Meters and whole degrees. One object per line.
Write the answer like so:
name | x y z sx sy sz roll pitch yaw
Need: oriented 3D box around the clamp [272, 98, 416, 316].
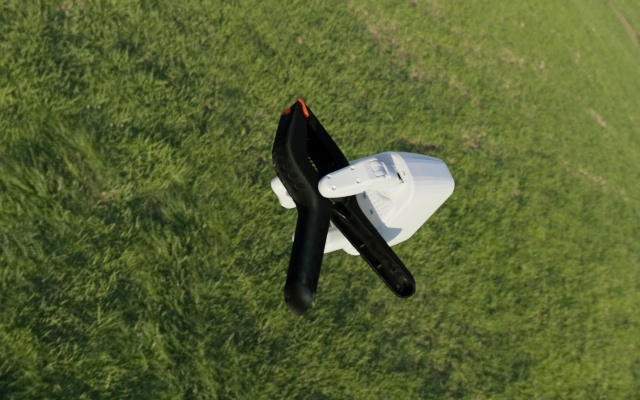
clamp | 0.001 0.001 0.423 0.036 0.210 0.164 -33 -18 33
